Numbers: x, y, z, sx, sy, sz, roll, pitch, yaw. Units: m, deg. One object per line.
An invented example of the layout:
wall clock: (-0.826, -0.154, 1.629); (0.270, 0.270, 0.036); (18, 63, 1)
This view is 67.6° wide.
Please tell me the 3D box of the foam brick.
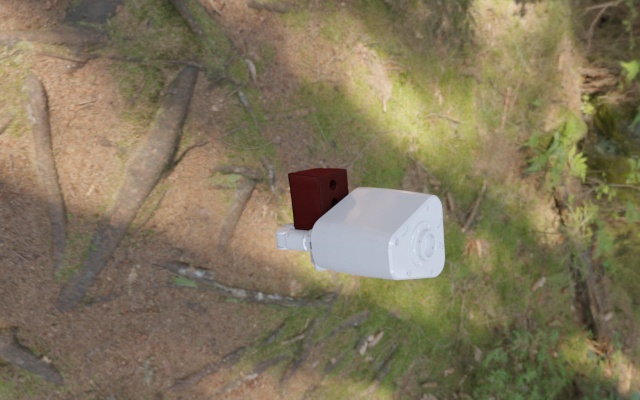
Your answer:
foam brick: (0.000, 0.002, 0.574); (0.051, 0.078, 0.053); (5, 16, 44)
